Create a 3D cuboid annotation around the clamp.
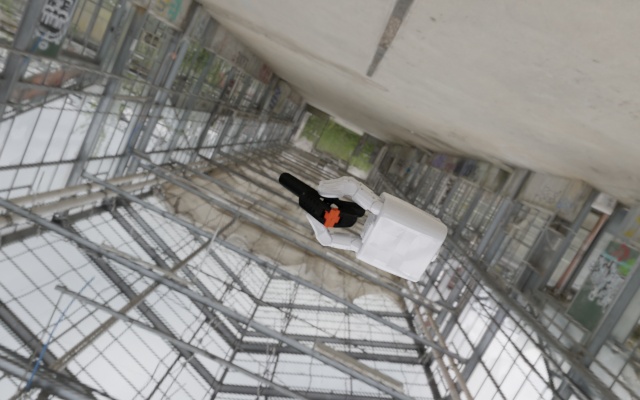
[{"bbox_3d":[0.000,0.003,0.762,0.164,0.036,0.210,23,8,-1],"label":"clamp"}]
